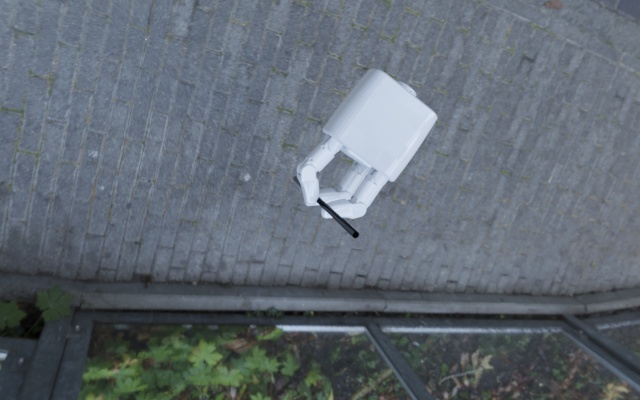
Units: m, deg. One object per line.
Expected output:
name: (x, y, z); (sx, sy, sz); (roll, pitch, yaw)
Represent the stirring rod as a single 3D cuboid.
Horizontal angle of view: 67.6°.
stirring rod: (0.000, 0.002, 0.638); (0.011, 0.011, 0.239); (0, 18, -20)
